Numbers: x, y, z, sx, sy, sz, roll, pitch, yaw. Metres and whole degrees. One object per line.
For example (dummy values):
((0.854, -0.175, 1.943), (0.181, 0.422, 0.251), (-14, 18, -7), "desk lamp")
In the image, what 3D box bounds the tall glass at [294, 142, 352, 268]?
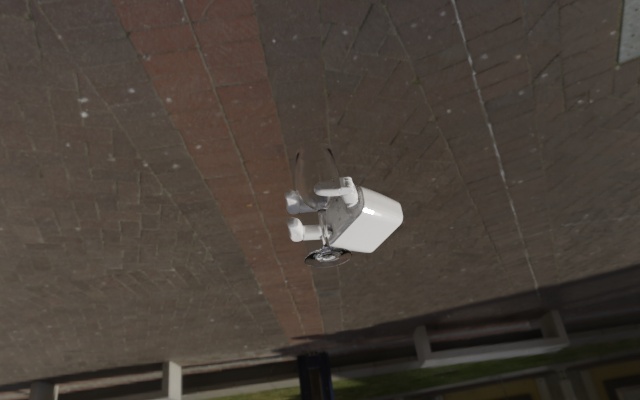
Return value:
((0.000, 0.003, 0.779), (0.079, 0.201, 0.079), (-6, -29, -3), "tall glass")
